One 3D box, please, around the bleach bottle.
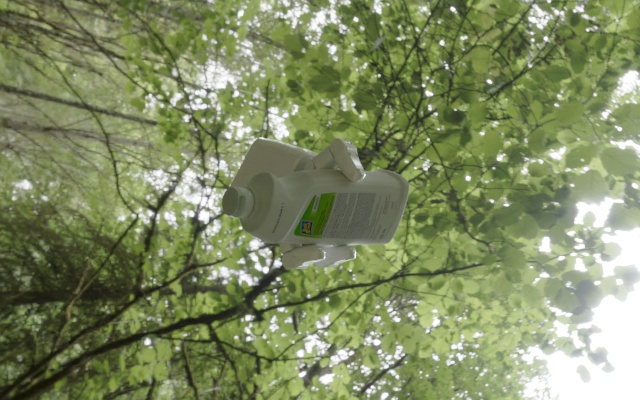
[{"bbox_3d":[0.000,0.002,0.562,0.251,0.102,0.068,6,14,-45],"label":"bleach bottle"}]
